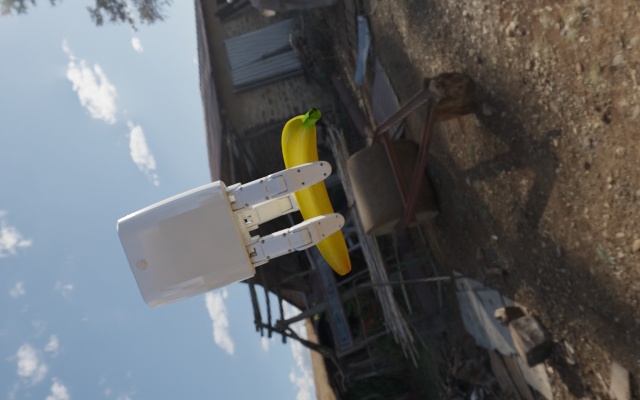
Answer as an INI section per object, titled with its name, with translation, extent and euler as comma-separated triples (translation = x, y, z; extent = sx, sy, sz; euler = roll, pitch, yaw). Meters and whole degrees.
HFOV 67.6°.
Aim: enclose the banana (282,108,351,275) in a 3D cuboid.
[banana]
translation = -0.007, -0.009, 0.510
extent = 0.037, 0.198, 0.069
euler = -22, 31, -12
